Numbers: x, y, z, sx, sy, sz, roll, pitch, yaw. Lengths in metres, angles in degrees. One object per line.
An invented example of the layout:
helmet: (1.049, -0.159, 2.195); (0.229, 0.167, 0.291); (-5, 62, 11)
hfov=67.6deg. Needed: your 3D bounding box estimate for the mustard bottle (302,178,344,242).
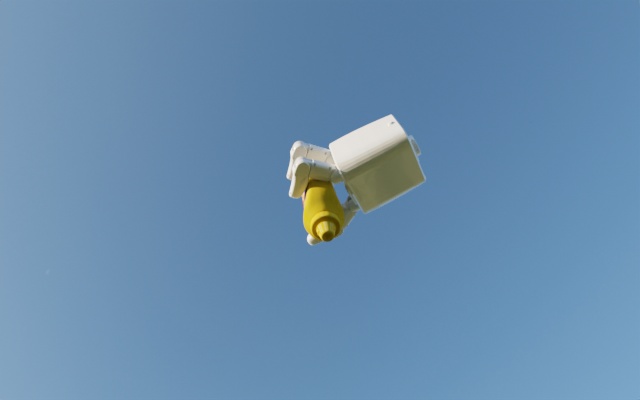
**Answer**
mustard bottle: (0.000, 0.002, 0.710); (0.058, 0.096, 0.191); (-5, 29, -4)
